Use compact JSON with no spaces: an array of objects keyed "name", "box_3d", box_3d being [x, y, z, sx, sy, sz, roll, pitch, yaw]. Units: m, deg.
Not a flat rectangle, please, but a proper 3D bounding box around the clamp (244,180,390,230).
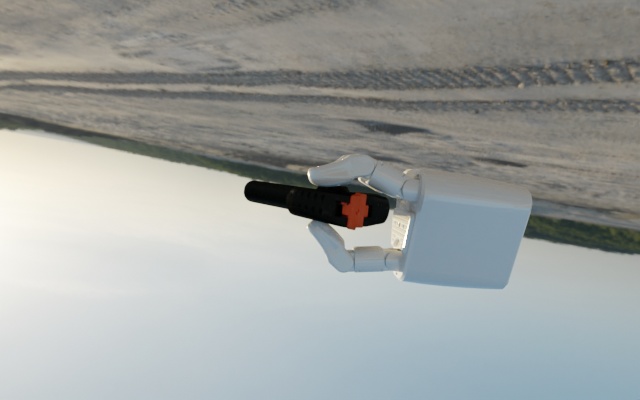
[{"name":"clamp","box_3d":[0.000,0.002,0.469,0.164,0.036,0.210,5,3,-4]}]
